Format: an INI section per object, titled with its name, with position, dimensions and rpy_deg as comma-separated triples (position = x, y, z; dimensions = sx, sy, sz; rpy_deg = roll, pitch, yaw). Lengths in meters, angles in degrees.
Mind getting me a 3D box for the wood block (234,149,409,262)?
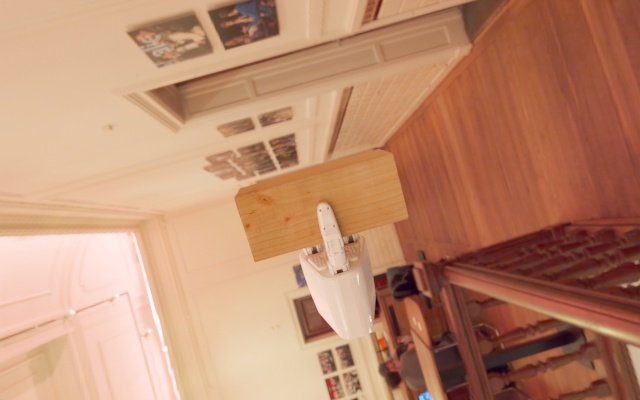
[wood block]
position = 0.000, 0.003, 0.642
dimensions = 0.206, 0.090, 0.091
rpy_deg = -16, 11, -2
